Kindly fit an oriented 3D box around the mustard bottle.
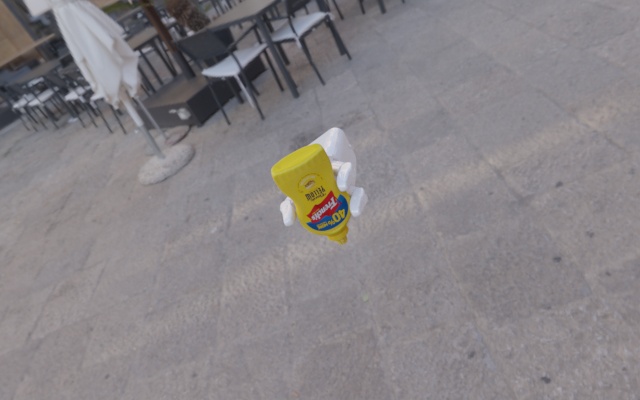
[{"bbox_3d":[0.000,0.003,0.818,0.096,0.192,0.058,-29,31,0],"label":"mustard bottle"}]
